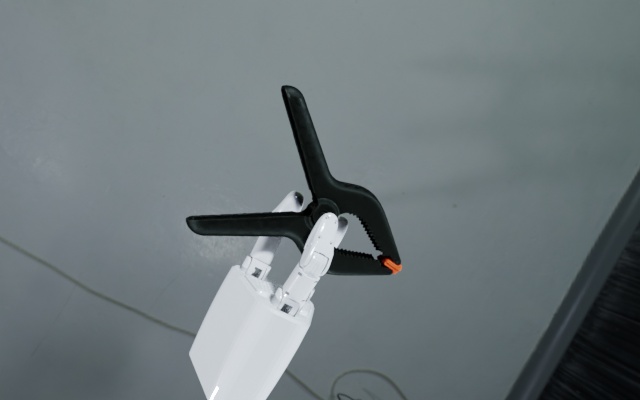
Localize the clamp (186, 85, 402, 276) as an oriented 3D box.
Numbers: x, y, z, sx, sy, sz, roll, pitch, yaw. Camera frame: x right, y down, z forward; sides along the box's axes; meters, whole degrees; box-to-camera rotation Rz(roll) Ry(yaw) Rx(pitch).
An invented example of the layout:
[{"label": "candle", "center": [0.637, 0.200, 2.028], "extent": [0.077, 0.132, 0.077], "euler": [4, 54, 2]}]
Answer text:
[{"label": "clamp", "center": [0.001, 0.002, 0.467], "extent": [0.210, 0.164, 0.036], "euler": [29, 3, -15]}]
